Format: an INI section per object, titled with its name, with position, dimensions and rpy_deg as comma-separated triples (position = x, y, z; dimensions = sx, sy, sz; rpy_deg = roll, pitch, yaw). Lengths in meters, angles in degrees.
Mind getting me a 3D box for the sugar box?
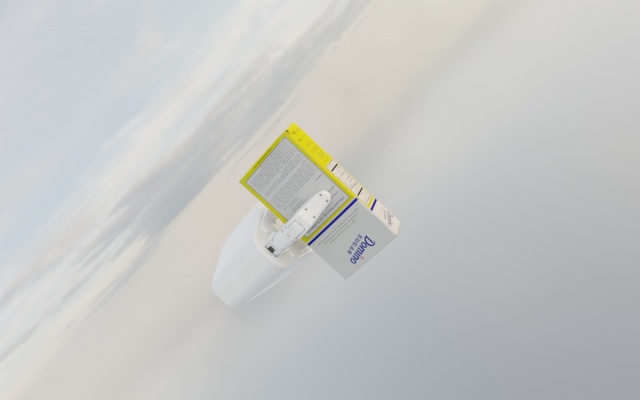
[sugar box]
position = 0.000, 0.002, 0.568
dimensions = 0.093, 0.176, 0.048
rpy_deg = -44, 7, 27
